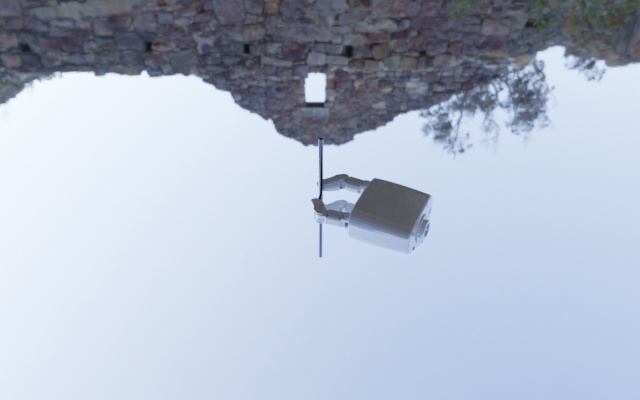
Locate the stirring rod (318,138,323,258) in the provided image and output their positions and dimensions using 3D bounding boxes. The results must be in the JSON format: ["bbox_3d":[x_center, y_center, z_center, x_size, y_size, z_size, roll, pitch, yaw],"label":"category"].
[{"bbox_3d":[0.000,0.003,0.841,0.011,0.240,0.011,0,31,0],"label":"stirring rod"}]
